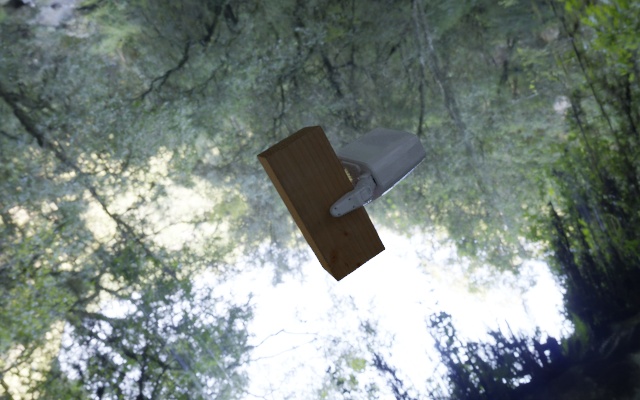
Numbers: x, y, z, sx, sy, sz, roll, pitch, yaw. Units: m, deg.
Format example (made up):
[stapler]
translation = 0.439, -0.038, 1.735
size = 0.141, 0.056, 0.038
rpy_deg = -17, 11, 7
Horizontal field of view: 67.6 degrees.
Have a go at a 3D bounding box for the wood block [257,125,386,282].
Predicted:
[wood block]
translation = 0.001, 0.002, 0.705
size = 0.090, 0.206, 0.091
rpy_deg = -32, 14, -11
